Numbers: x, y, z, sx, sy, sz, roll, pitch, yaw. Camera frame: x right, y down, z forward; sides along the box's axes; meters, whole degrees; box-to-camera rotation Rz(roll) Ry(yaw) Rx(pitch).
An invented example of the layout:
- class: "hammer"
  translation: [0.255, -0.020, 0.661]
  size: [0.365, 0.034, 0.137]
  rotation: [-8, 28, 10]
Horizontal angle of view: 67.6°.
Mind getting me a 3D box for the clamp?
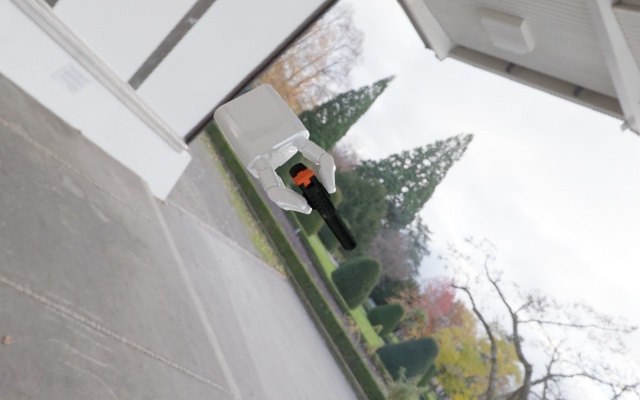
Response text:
- class: "clamp"
  translation: [0.001, 0.002, 0.734]
  size: [0.036, 0.164, 0.210]
  rotation: [-37, -11, -2]
